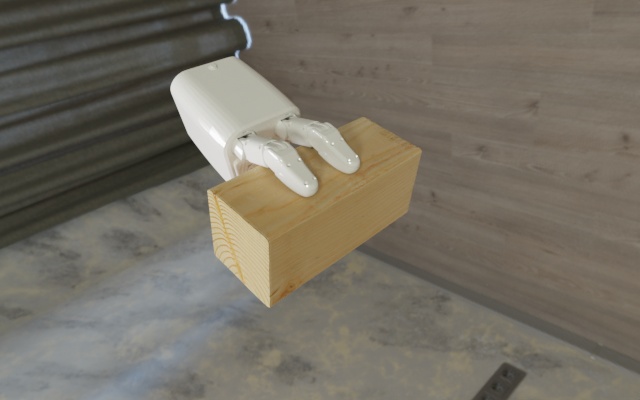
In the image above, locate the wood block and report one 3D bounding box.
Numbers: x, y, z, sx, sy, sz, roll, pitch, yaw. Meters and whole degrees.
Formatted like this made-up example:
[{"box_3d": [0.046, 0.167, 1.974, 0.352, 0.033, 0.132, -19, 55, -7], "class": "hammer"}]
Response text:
[{"box_3d": [0.000, 0.002, 0.488, 0.206, 0.091, 0.090, -30, 52, -34], "class": "wood block"}]
